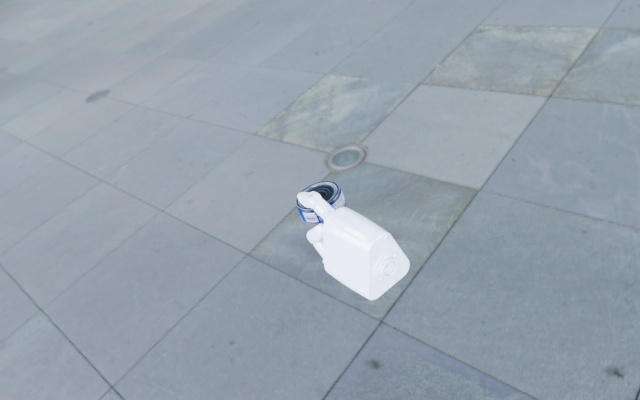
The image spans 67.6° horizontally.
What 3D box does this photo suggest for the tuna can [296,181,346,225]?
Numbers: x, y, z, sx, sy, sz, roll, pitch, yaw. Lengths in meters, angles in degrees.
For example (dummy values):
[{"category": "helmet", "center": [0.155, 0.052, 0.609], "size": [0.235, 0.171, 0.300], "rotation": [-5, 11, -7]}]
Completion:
[{"category": "tuna can", "center": [0.000, 0.002, 0.845], "size": [0.086, 0.034, 0.086], "rotation": [-16, 33, 11]}]
